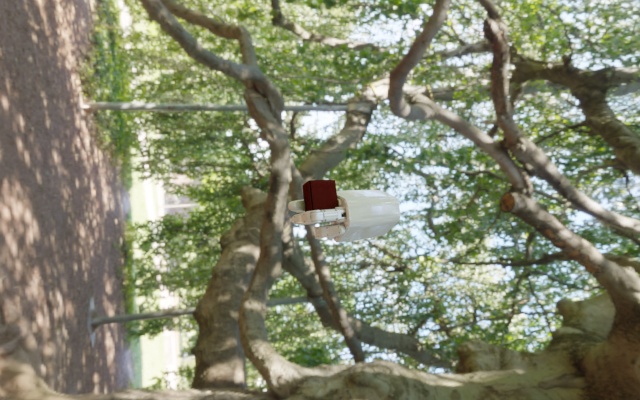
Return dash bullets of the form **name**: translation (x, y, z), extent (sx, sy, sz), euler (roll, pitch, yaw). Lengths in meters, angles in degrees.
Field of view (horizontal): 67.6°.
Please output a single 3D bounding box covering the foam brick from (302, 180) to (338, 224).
- **foam brick**: translation (0.000, 0.003, 0.887), extent (0.051, 0.078, 0.053), euler (-5, -5, -16)
